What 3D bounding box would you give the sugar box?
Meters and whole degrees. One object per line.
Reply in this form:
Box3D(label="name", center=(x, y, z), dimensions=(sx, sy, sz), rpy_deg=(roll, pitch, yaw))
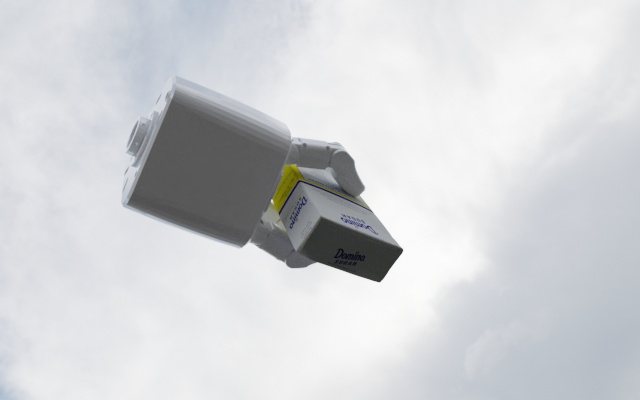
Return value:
Box3D(label="sugar box", center=(0.000, 0.002, 0.463), dimensions=(0.093, 0.048, 0.176), rpy_deg=(23, 21, -29))
